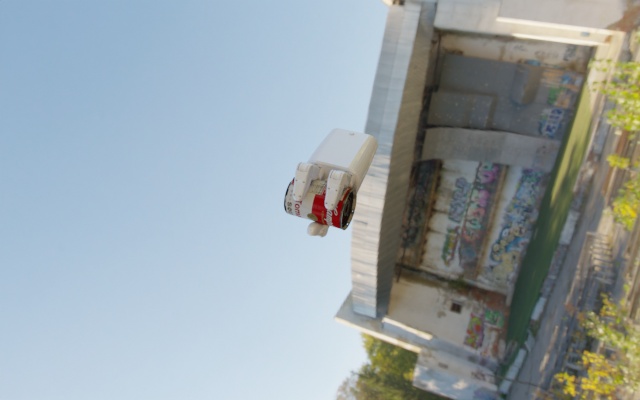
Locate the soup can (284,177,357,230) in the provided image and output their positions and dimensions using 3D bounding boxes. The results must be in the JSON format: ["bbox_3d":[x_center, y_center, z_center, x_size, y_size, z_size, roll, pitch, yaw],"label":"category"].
[{"bbox_3d":[0.000,0.003,0.777,0.102,0.068,0.068,15,5,18],"label":"soup can"}]
